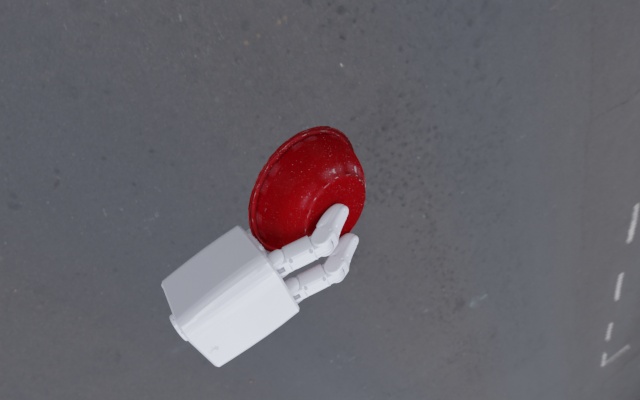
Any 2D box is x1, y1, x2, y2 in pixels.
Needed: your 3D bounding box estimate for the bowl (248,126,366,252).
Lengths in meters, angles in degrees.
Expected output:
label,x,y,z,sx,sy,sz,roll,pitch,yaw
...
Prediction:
label,x,y,z,sx,sy,sz,roll,pitch,yaw
bowl,0.001,0.001,0.537,0.055,0.162,0.162,33,21,37
